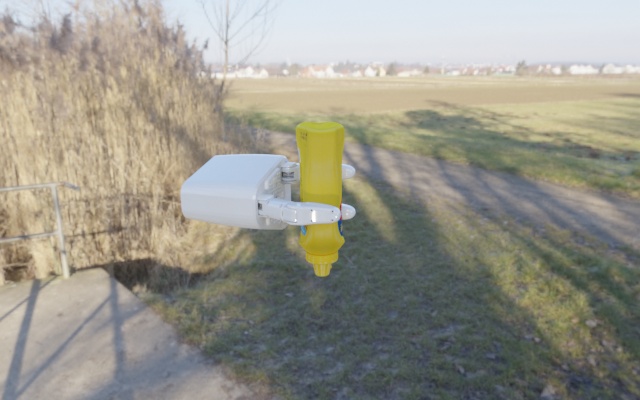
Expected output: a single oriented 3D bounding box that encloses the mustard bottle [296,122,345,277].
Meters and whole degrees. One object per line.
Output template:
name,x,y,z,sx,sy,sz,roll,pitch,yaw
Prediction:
mustard bottle,0.000,0.002,0.590,0.058,0.192,0.096,-2,14,-5
